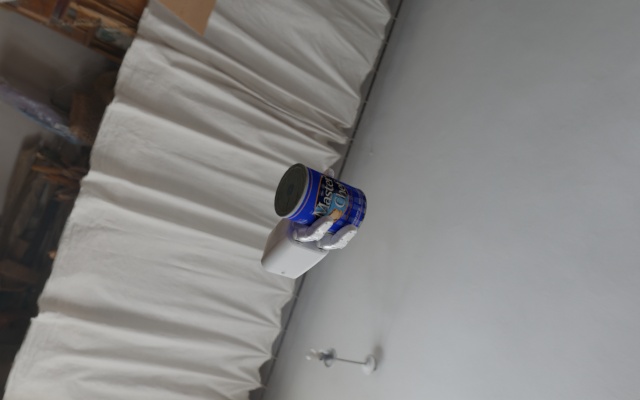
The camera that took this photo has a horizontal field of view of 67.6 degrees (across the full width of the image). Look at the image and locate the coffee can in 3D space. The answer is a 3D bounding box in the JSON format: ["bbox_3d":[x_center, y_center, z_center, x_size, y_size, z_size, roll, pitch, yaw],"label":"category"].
[{"bbox_3d":[0.000,0.003,0.886,0.140,0.103,0.103,22,-12,-31],"label":"coffee can"}]
